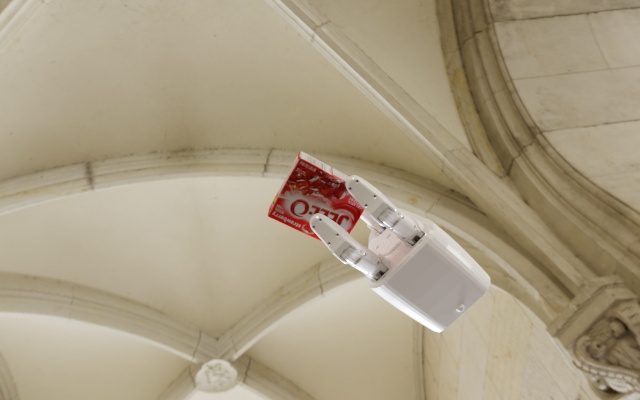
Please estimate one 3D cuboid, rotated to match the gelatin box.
[{"bbox_3d":[0.000,0.001,0.506,0.089,0.073,0.030,27,18,-12],"label":"gelatin box"}]
